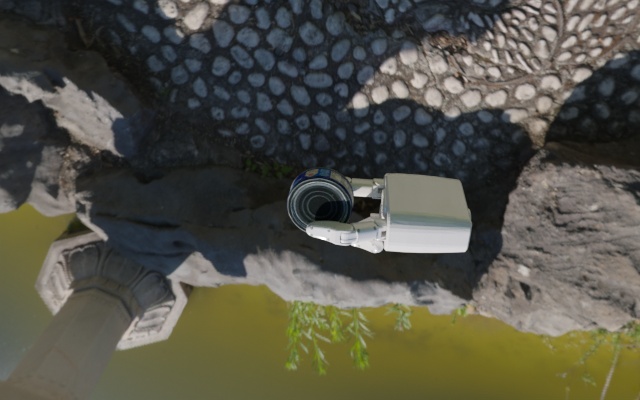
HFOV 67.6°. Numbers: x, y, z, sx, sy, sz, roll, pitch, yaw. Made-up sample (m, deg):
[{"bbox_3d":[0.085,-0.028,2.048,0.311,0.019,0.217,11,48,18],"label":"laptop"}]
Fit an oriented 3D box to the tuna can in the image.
[{"bbox_3d":[0.000,0.002,0.619,0.086,0.086,0.033,0,27,7],"label":"tuna can"}]
